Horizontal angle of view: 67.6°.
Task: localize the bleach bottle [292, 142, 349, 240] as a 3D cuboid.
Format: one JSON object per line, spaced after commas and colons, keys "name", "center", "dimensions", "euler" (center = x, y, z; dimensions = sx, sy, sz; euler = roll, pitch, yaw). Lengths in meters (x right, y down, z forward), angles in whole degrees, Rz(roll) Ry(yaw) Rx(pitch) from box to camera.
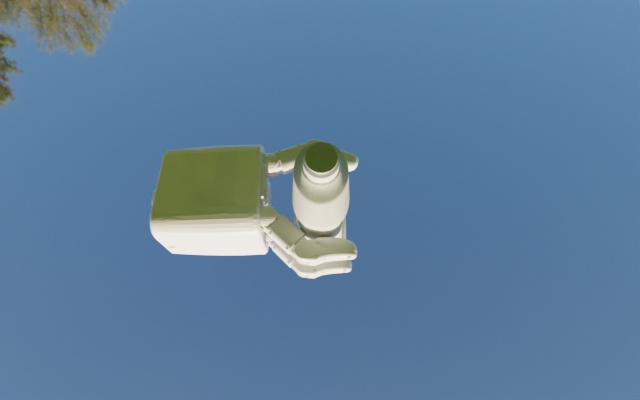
{"name": "bleach bottle", "center": [0.000, 0.002, 0.513], "dimensions": [0.068, 0.102, 0.251], "euler": [0, -21, 0]}
